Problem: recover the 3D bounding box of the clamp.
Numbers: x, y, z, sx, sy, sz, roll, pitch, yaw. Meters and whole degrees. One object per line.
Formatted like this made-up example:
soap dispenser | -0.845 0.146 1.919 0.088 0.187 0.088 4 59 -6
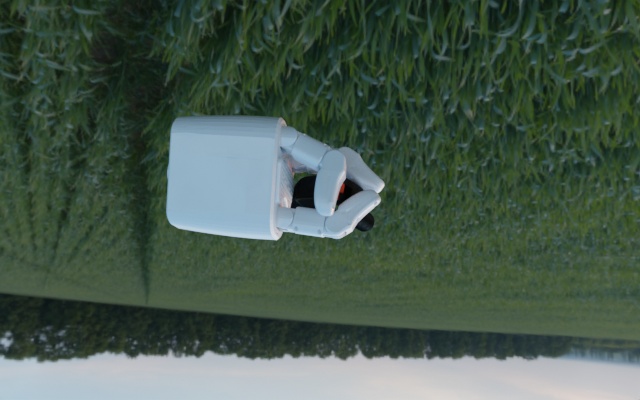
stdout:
clamp | 0.000 0.002 0.532 0.120 0.039 0.171 4 -15 7
